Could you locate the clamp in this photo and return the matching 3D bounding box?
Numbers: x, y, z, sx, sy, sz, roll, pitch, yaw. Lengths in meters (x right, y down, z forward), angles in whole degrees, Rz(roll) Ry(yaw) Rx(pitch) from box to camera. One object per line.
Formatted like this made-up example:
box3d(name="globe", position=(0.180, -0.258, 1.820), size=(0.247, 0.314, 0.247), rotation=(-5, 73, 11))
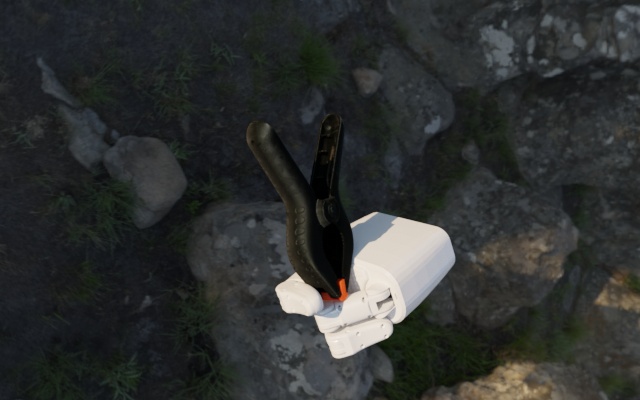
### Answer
box3d(name="clamp", position=(0.001, 0.002, 0.425), size=(0.039, 0.171, 0.120), rotation=(-1, 20, 41))
